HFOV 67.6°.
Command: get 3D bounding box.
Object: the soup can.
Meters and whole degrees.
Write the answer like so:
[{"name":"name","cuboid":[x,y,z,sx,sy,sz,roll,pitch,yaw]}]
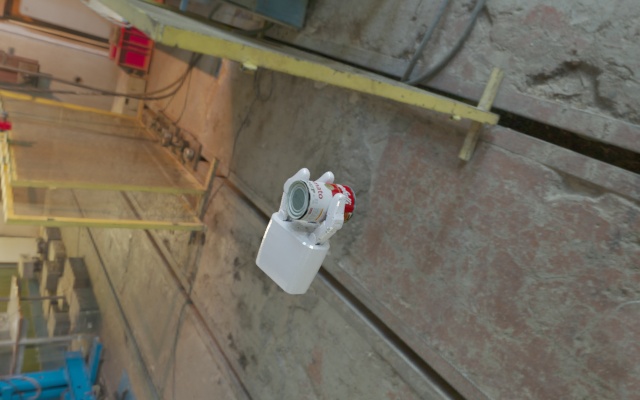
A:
[{"name":"soup can","cuboid":[0.000,0.002,0.810,0.102,0.068,0.068,6,-4,-38]}]
